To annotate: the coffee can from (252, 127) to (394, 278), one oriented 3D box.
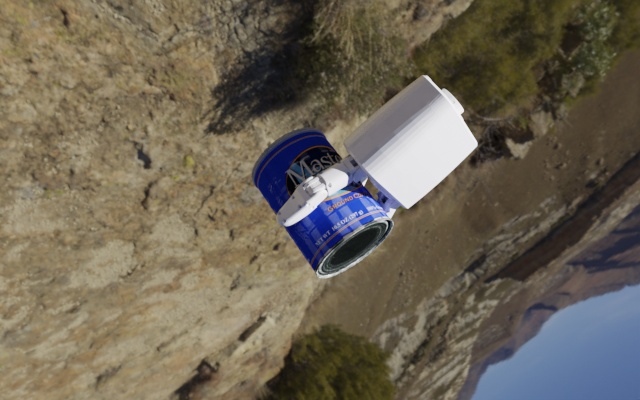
[{"bbox_3d":[0.000,0.002,0.544,0.103,0.140,0.103,-30,-24,-15],"label":"coffee can"}]
